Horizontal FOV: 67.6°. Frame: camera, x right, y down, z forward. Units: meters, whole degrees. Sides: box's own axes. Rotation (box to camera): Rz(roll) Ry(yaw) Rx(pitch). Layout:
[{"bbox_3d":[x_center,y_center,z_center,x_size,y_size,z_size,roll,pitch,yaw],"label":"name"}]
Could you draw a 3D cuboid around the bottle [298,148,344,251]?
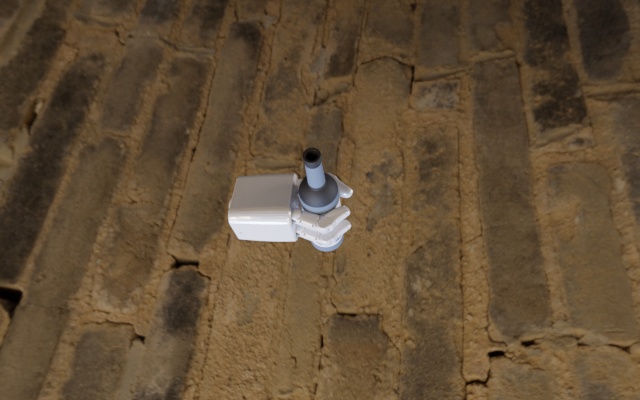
[{"bbox_3d":[0.000,0.003,0.813,0.069,0.069,0.296,0,-27,6],"label":"bottle"}]
